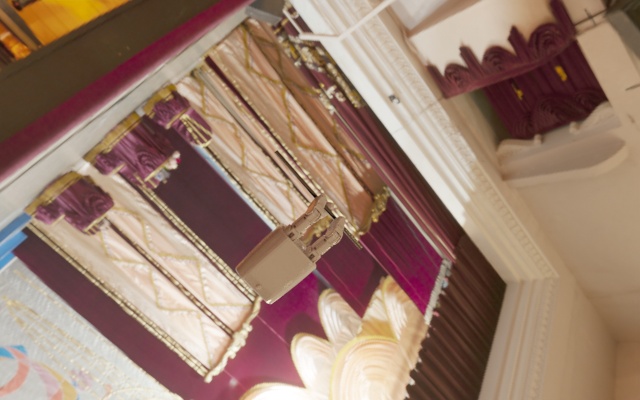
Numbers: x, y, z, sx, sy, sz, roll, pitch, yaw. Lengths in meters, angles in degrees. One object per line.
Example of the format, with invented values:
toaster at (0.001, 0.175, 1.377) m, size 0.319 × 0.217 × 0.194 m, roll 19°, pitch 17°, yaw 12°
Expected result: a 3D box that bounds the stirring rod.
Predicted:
stirring rod at (0.000, 0.003, 0.846) m, size 0.011 × 0.239 × 0.011 m, roll -36°, pitch 20°, yaw 15°
